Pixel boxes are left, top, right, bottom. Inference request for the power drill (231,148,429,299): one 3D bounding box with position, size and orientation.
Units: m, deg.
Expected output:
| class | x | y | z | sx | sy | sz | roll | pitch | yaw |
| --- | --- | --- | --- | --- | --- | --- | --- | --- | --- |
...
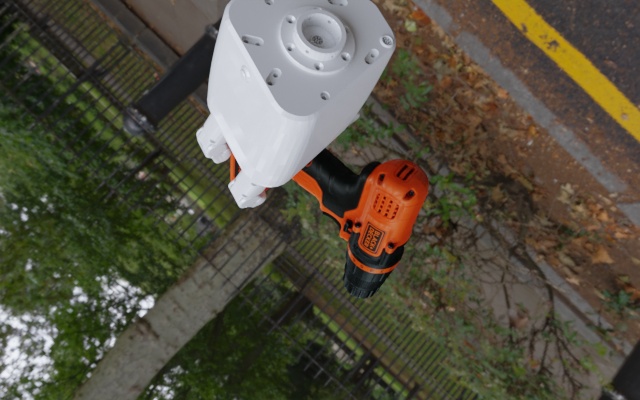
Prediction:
| class | x | y | z | sx | sy | sz | roll | pitch | yaw |
| --- | --- | --- | --- | --- | --- | --- | --- | --- | --- |
| power drill | 0.000 | 0.001 | 0.464 | 0.187 | 0.185 | 0.057 | 31 | 49 | 15 |
